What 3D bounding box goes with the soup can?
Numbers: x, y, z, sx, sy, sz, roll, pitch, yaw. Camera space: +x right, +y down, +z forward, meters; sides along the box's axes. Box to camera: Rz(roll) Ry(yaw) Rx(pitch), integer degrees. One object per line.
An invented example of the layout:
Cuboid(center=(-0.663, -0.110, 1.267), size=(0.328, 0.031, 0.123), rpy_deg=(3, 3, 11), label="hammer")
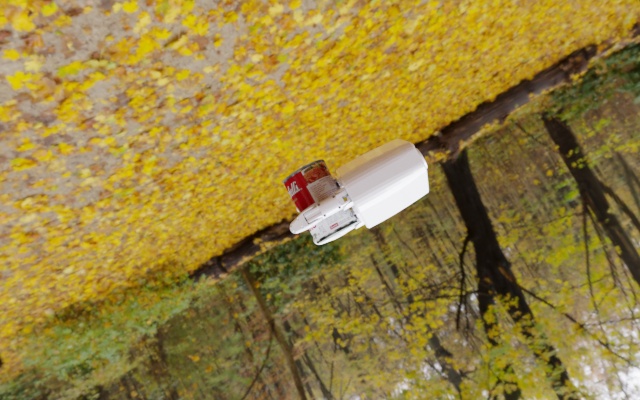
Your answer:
Cuboid(center=(0.000, 0.003, 0.680), size=(0.068, 0.102, 0.068), rpy_deg=(-29, -6, -4), label="soup can")
